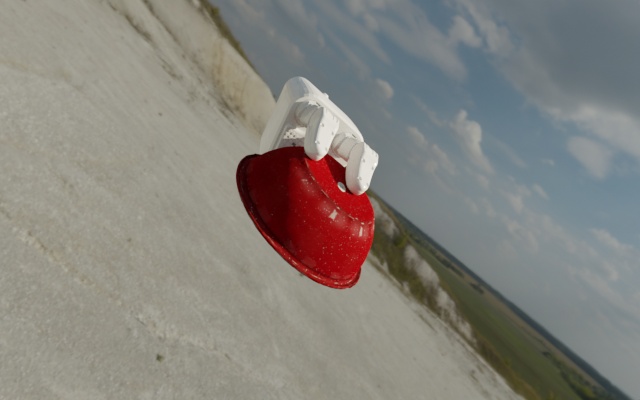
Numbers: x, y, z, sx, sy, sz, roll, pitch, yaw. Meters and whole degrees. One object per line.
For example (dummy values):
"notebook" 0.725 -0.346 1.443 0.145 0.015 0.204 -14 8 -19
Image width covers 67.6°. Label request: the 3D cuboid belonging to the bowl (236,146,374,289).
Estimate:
"bowl" 0.001 0.002 0.451 0.055 0.162 0.162 -42 -19 22
